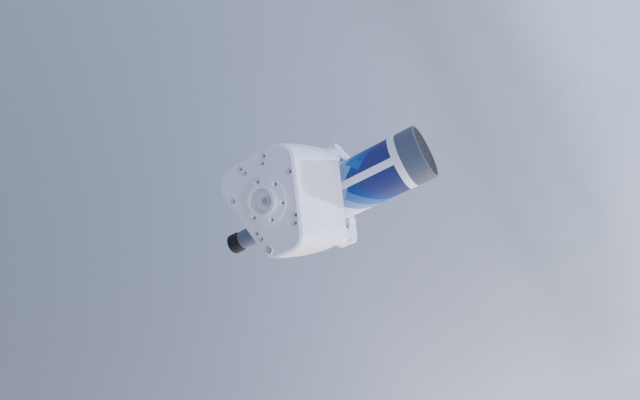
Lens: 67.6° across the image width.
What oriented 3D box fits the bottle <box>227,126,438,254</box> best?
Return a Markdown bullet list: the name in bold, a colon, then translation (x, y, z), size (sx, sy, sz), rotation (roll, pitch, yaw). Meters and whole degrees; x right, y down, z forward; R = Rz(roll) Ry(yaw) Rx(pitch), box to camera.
- **bottle**: translation (0.000, 0.002, 0.611), size (0.296, 0.069, 0.069), rotation (-26, -11, 23)
